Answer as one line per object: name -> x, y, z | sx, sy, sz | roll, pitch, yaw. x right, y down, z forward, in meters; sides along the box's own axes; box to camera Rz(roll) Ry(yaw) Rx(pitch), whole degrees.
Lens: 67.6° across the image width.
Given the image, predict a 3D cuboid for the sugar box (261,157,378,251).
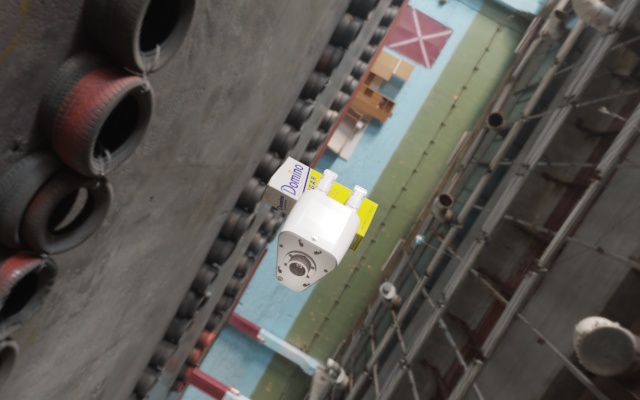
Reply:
sugar box -> 0.000, 0.002, 0.798 | 0.176, 0.048, 0.093 | 30, 41, 1
